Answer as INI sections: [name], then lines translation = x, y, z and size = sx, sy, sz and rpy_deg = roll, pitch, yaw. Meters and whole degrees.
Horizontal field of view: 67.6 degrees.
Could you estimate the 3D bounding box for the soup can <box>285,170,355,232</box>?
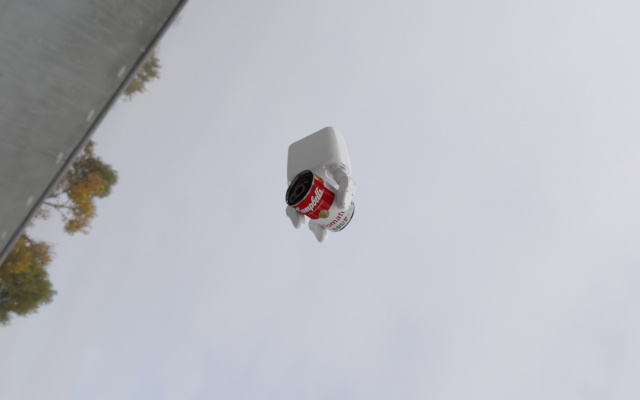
[soup can]
translation = 0.000, 0.003, 0.806
size = 0.102, 0.068, 0.068
rpy_deg = 34, -20, -32
